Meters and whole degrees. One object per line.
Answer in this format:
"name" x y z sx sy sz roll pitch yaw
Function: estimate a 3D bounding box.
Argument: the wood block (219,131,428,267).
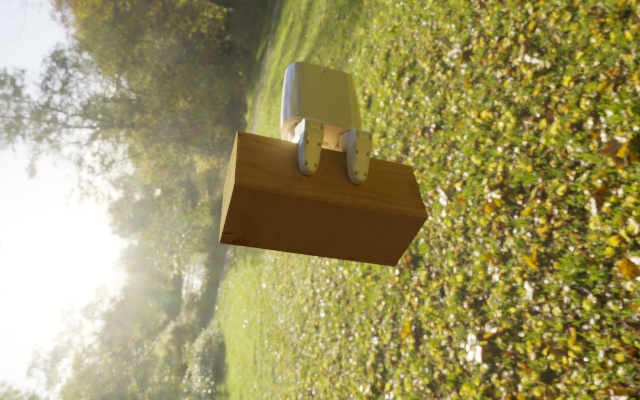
"wood block" 0.000 0.002 0.533 0.206 0.090 0.091 10 -47 -16
